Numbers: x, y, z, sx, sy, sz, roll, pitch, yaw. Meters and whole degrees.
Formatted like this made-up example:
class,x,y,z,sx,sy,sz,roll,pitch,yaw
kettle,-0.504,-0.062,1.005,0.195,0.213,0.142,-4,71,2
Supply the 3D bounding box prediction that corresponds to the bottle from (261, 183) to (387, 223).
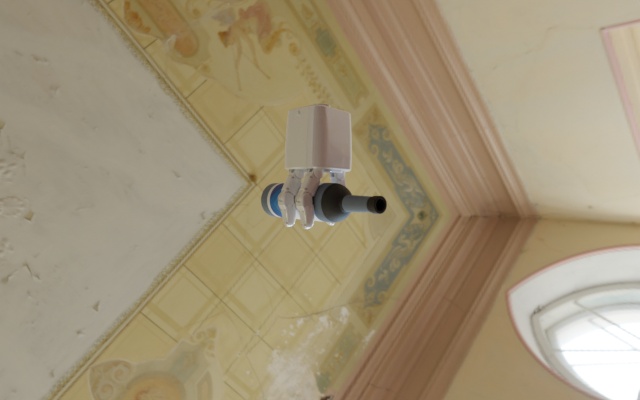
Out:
class,x,y,z,sx,sy,sz,roll,pitch,yaw
bottle,0.000,0.003,0.827,0.069,0.069,0.295,0,2,-38
